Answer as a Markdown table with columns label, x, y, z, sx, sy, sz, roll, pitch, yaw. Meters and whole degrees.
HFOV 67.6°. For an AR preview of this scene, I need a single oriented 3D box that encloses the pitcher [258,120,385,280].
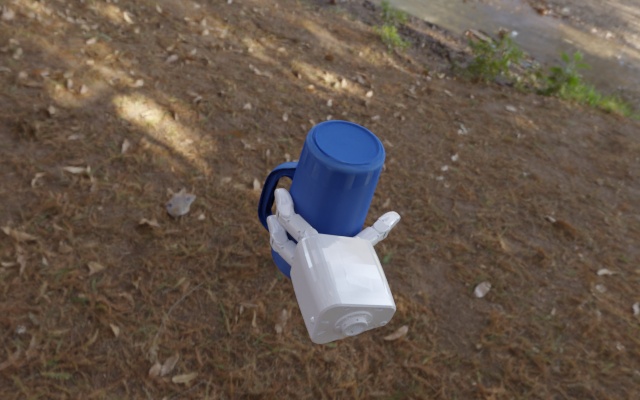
| label | x | y | z | sx | sy | sz | roll | pitch | yaw |
| --- | --- | --- | --- | --- | --- | --- | --- | --- | --- |
| pitcher | 0.000 | 0.002 | 0.705 | 0.149 | 0.145 | 0.243 | -3 | -43 | -20 |
